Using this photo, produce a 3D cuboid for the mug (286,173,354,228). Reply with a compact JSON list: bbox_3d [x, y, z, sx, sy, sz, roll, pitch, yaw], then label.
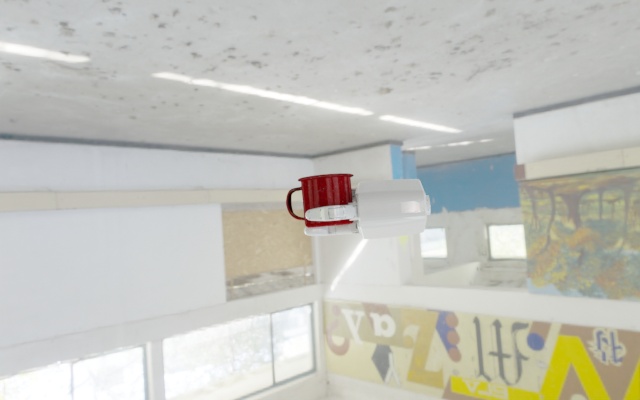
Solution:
[{"bbox_3d":[-0.001,0.003,0.790,0.117,0.081,0.093,-5,-3,9],"label":"mug"}]
